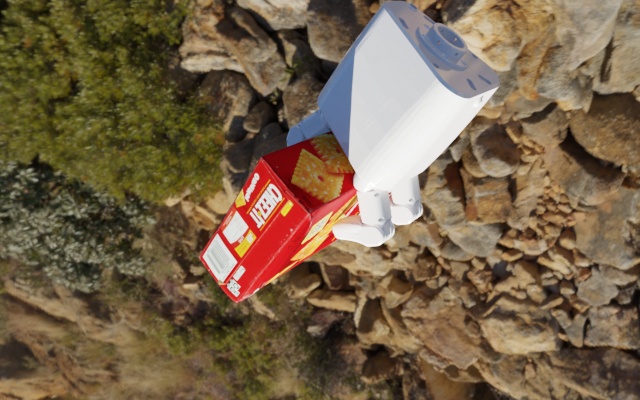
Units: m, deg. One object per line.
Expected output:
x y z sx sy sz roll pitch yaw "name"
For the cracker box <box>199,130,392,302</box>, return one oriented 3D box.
0.000 0.002 0.495 0.213 0.072 0.164 -26 -18 -46 "cracker box"
